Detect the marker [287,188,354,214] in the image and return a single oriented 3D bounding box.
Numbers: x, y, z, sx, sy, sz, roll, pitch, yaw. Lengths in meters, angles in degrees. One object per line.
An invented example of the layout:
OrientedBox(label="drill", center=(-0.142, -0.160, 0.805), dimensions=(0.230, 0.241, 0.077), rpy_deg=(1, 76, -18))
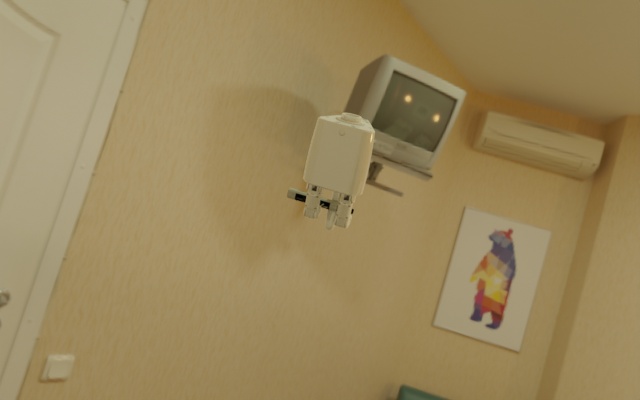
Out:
OrientedBox(label="marker", center=(0.000, 0.003, 0.842), dimensions=(0.121, 0.020, 0.020), rpy_deg=(17, 3, 11))
